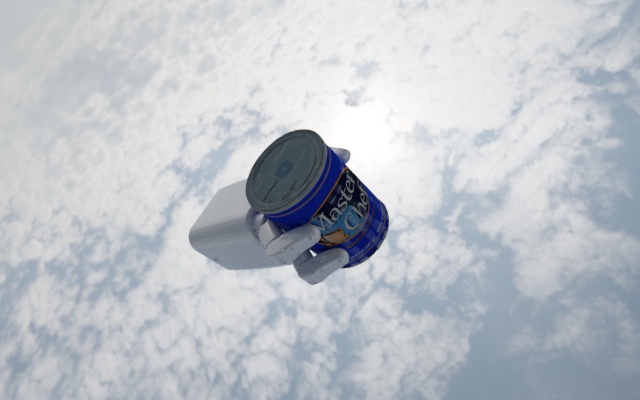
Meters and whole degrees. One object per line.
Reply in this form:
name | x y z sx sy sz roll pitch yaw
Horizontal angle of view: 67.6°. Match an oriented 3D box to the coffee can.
coffee can | 0.000 0.002 0.539 0.103 0.102 0.140 0 -30 41
